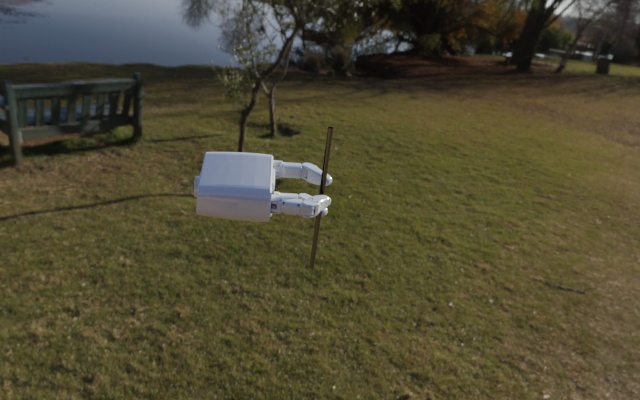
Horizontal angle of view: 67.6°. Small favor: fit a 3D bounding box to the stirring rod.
[{"bbox_3d":[0.000,0.003,0.742,0.011,0.240,0.011,6,25,-3],"label":"stirring rod"}]
